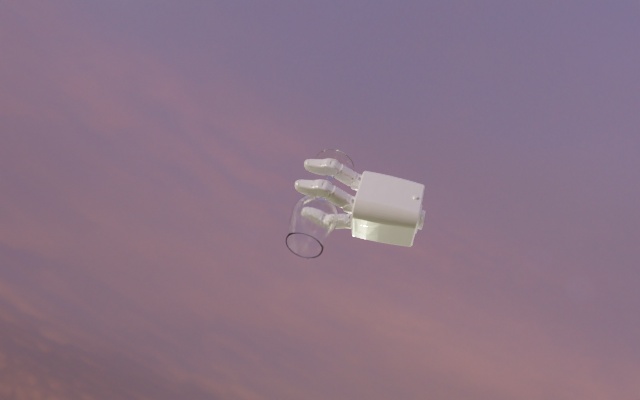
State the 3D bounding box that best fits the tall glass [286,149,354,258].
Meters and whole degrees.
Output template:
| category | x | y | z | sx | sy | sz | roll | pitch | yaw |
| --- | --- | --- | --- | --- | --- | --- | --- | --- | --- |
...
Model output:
| category | x | y | z | sx | sy | sz | roll | pitch | yaw |
| --- | --- | --- | --- | --- | --- | --- | --- | --- | --- |
| tall glass | 0.000 | 0.002 | 0.818 | 0.079 | 0.079 | 0.201 | 0 | 44 | 22 |
